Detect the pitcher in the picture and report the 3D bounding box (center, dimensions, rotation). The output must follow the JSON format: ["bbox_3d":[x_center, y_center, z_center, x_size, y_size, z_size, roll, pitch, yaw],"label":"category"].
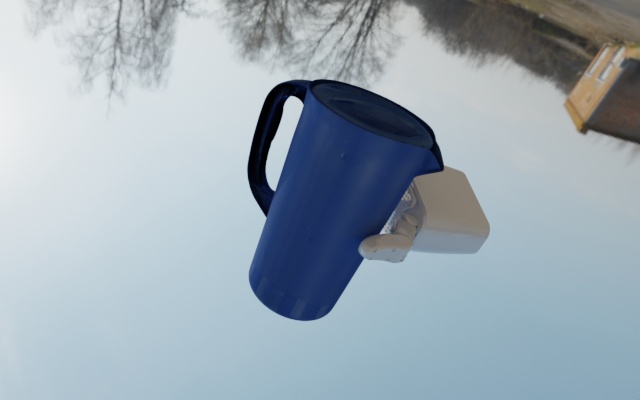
[{"bbox_3d":[0.000,0.002,0.505,0.145,0.243,0.149,8,32,-30],"label":"pitcher"}]
